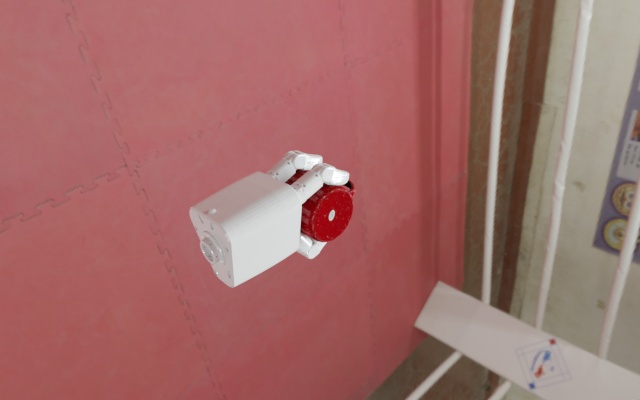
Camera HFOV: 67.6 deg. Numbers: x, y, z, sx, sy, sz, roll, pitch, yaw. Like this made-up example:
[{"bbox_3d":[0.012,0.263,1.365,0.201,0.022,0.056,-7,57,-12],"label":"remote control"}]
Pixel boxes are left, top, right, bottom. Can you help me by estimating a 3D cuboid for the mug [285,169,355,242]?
[{"bbox_3d":[0.001,0.002,0.675,0.117,0.093,0.081,-32,40,-30],"label":"mug"}]
